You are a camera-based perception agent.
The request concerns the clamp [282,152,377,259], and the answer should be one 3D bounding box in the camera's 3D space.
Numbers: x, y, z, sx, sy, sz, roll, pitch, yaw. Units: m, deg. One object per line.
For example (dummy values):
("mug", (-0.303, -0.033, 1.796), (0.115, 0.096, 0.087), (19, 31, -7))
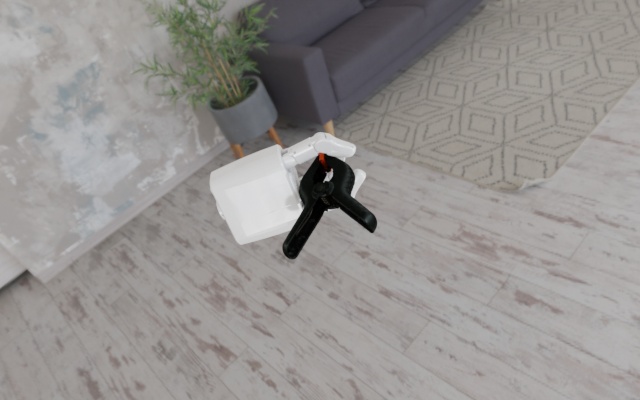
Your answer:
("clamp", (0.000, 0.001, 0.617), (0.120, 0.039, 0.171), (-21, 37, 6))
